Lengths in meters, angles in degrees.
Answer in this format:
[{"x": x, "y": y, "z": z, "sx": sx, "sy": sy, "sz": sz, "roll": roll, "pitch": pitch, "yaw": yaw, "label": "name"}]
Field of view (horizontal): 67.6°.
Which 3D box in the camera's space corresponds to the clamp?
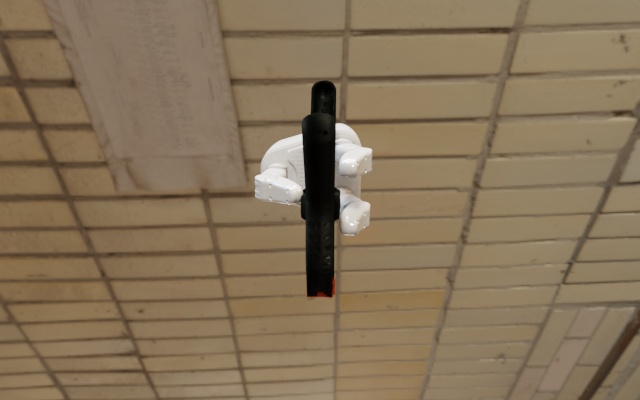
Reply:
[{"x": -0.001, "y": 0.002, "z": 0.433, "sx": 0.036, "sy": 0.210, "sz": 0.164, "roll": 1, "pitch": 16, "yaw": 3, "label": "clamp"}]
